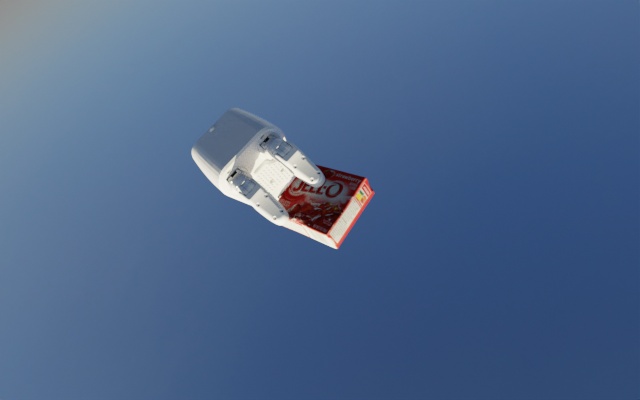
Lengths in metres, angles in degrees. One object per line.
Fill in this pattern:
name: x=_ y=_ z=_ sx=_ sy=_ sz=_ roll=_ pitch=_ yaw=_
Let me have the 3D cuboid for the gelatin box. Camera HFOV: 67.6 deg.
gelatin box: x=0.001 y=0.002 z=0.500 sx=0.089 sy=0.073 sz=0.030 roll=20 pitch=-23 yaw=41
